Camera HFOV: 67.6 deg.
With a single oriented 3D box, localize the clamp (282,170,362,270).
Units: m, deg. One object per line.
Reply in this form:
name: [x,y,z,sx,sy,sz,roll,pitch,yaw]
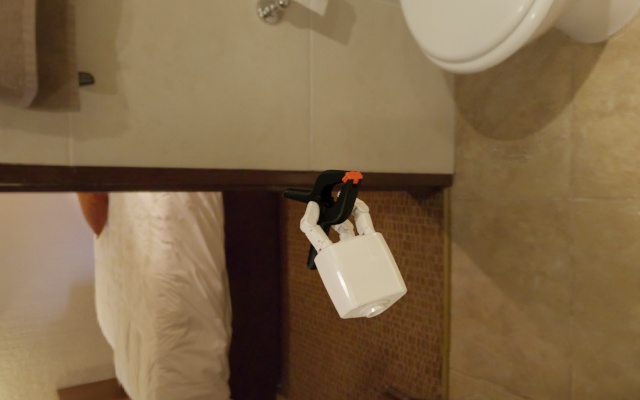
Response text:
clamp: [0.000,0.003,0.830,0.036,0.164,0.210,-6,-32,-36]
